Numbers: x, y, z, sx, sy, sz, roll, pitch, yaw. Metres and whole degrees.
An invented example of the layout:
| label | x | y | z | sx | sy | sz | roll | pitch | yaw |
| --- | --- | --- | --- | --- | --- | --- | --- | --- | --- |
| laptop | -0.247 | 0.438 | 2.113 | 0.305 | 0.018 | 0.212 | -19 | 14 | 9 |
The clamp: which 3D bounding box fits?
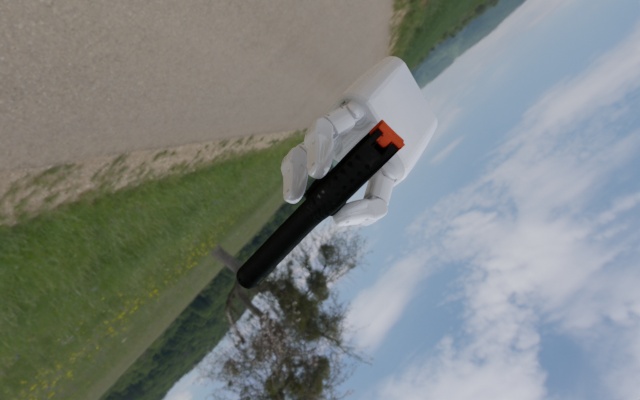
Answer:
| label | x | y | z | sx | sy | sz | roll | pitch | yaw |
| --- | --- | --- | --- | --- | --- | --- | --- | --- | --- |
| clamp | 0.001 | 0.002 | 0.461 | 0.164 | 0.036 | 0.210 | -51 | 6 | -39 |
